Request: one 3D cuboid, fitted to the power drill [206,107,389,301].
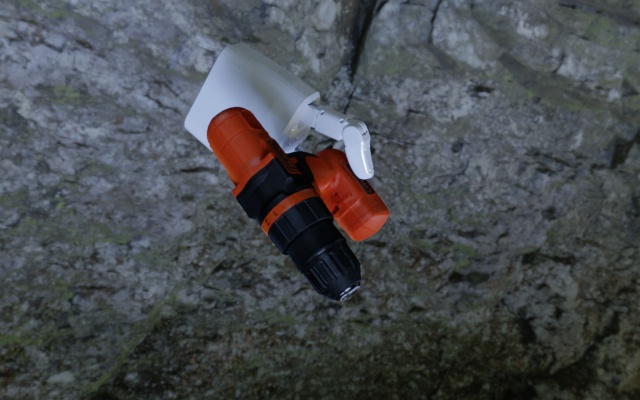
[{"bbox_3d":[0.000,0.001,0.440,0.057,0.184,0.187,-41,-18,17],"label":"power drill"}]
